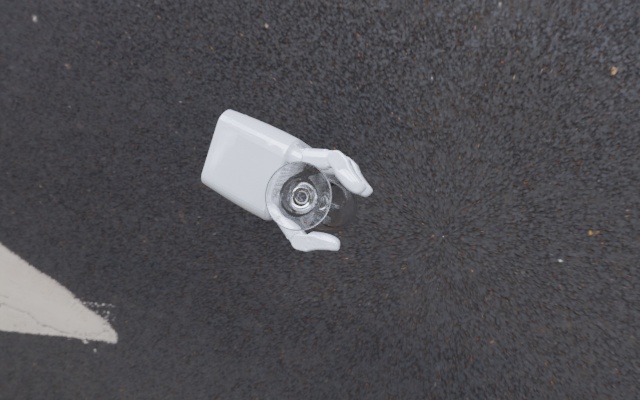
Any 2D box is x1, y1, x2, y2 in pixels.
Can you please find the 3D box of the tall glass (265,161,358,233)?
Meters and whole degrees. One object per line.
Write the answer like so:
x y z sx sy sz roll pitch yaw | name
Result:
0.000 0.002 0.600 0.079 0.079 0.201 0 -4 14 | tall glass
